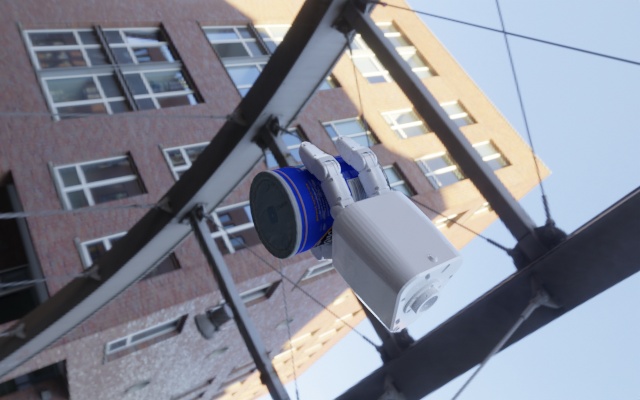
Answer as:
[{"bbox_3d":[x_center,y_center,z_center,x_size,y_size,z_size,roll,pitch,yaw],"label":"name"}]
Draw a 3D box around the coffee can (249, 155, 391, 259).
[{"bbox_3d":[0.000,0.002,0.577,0.140,0.103,0.103,-16,9,-34],"label":"coffee can"}]
